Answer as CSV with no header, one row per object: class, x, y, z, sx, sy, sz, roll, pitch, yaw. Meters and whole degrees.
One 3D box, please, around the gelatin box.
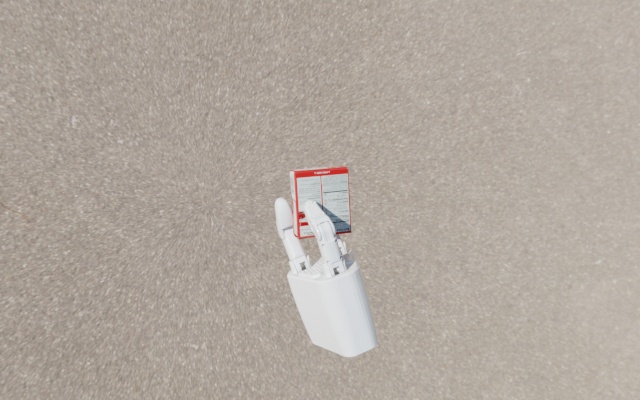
gelatin box,0.000,0.002,0.622,0.073,0.089,0.030,-6,10,-15
